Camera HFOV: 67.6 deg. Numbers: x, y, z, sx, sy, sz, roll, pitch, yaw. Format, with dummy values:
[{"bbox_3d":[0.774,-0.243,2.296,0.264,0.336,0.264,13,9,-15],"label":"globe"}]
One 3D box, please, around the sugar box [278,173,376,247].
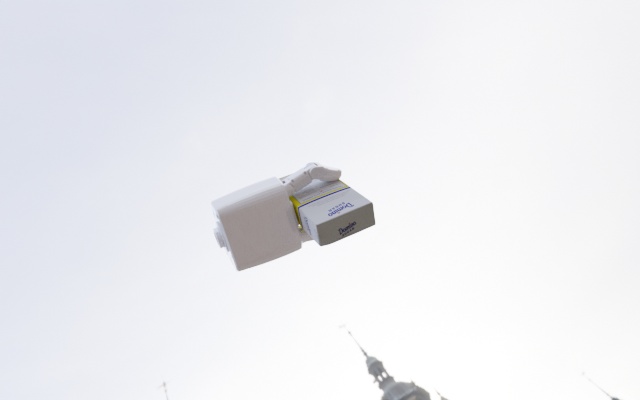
[{"bbox_3d":[0.000,0.003,0.734,0.093,0.048,0.176,-21,32,-17],"label":"sugar box"}]
